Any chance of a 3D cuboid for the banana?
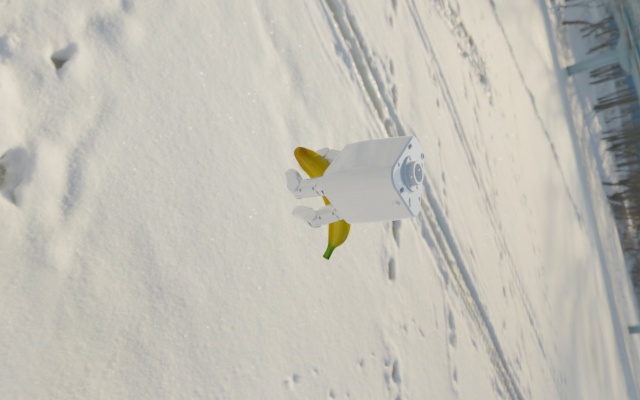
[{"bbox_3d":[0.012,-0.004,0.750,0.037,0.198,0.069,5,32,39],"label":"banana"}]
